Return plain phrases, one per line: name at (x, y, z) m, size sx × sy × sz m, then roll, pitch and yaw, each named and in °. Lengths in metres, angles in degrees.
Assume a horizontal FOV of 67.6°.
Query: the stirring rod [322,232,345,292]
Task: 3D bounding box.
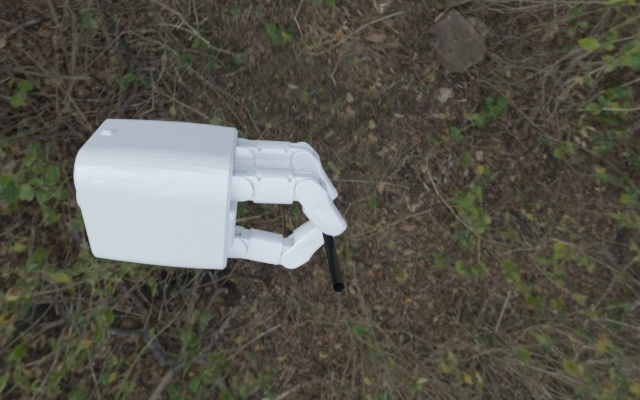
stirring rod at (0.000, 0.001, 0.429) m, size 0.011 × 0.011 × 0.239 m, roll 0°, pitch 29°, yaw -7°
